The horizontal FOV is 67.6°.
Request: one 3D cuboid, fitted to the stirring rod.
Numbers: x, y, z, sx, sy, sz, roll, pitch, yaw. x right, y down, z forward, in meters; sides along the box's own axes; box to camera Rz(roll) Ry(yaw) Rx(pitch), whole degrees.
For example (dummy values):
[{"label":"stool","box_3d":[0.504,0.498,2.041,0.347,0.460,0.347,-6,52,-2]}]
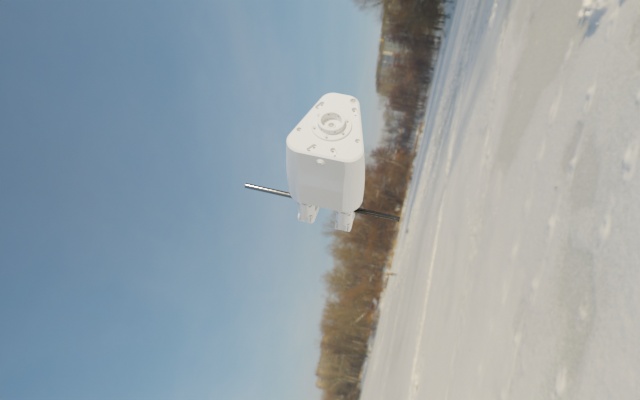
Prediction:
[{"label":"stirring rod","box_3d":[0.000,0.002,0.719,0.239,0.011,0.011,12,2,9]}]
